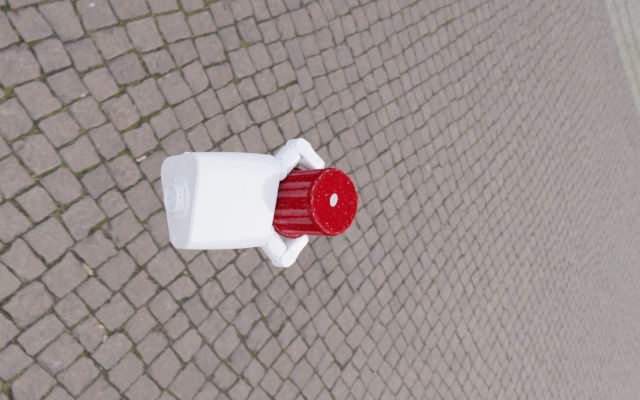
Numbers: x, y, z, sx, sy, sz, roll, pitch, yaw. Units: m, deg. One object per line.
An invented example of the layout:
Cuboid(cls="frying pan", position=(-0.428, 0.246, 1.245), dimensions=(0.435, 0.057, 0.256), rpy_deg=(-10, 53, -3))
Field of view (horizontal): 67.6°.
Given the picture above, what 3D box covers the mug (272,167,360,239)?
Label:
Cuboid(cls="mug", position=(0.001, 0.002, 0.599), dimensions=(0.117, 0.093, 0.081), rpy_deg=(-2, 1, -42))
